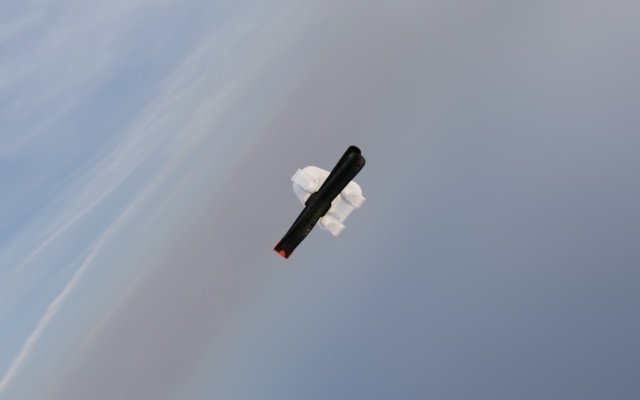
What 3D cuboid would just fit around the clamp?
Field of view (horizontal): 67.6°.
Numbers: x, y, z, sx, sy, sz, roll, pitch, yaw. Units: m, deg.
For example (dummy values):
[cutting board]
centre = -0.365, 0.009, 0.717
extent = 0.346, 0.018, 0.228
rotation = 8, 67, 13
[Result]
[clamp]
centre = -0.001, 0.002, 0.718
extent = 0.036, 0.210, 0.164
rotation = 37, 3, -3
